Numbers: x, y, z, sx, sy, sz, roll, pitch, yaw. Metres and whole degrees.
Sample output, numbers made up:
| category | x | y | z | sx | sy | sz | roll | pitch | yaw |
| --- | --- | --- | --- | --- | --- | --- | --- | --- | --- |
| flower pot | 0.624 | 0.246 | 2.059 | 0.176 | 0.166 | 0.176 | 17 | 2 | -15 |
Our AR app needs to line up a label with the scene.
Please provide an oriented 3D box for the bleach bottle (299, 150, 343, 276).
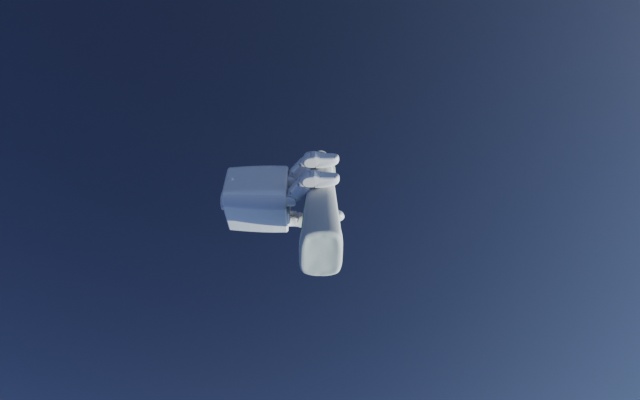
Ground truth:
| category | x | y | z | sx | sy | sz | roll | pitch | yaw |
| --- | --- | --- | --- | --- | --- | --- | --- | --- | --- |
| bleach bottle | 0.000 | 0.003 | 0.819 | 0.068 | 0.103 | 0.250 | 1 | 40 | -1 |
